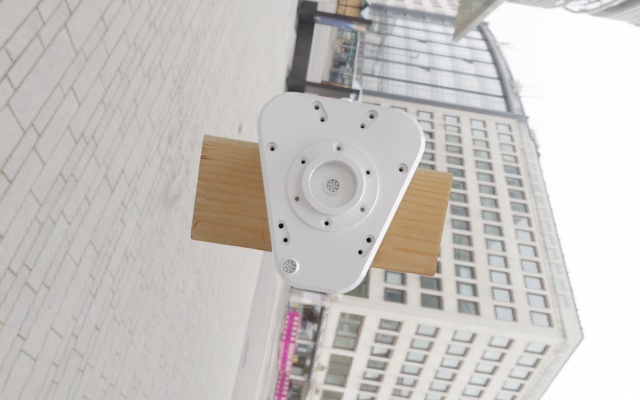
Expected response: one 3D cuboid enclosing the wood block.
[{"bbox_3d":[0.000,0.002,0.434,0.206,0.091,0.090,9,6,0],"label":"wood block"}]
